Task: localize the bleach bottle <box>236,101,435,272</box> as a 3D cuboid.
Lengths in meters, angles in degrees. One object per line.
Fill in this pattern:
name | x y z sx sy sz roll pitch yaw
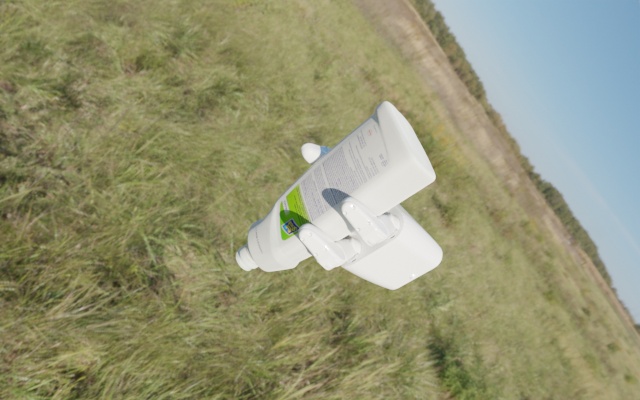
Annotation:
bleach bottle | 0.000 0.002 0.545 0.251 0.102 0.068 -34 -42 22
